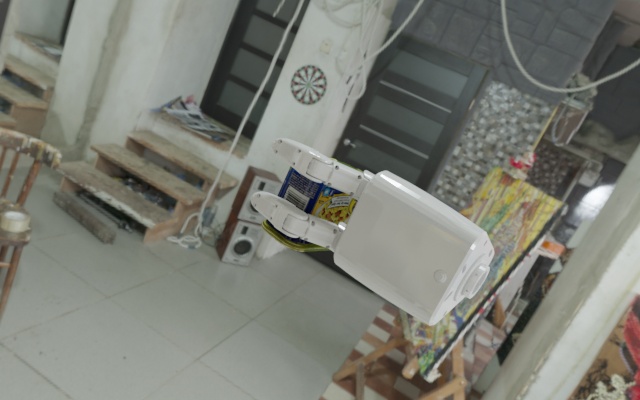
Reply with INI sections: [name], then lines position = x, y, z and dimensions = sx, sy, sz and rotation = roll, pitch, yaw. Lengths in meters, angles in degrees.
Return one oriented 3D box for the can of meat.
[can of meat]
position = 0.000, 0.001, 0.489
dimensions = 0.057, 0.084, 0.102
rotation = 35, 17, 32
